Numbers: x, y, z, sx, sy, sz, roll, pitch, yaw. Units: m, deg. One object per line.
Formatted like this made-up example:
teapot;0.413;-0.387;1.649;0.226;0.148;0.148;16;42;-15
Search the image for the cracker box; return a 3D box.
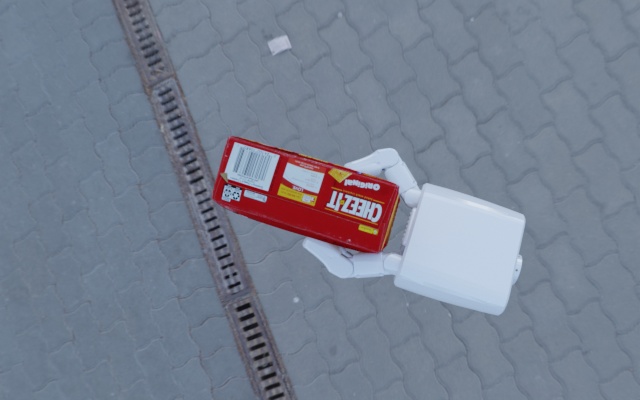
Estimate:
cracker box;0.000;0.002;0.522;0.164;0.072;0.214;17;-1;10
